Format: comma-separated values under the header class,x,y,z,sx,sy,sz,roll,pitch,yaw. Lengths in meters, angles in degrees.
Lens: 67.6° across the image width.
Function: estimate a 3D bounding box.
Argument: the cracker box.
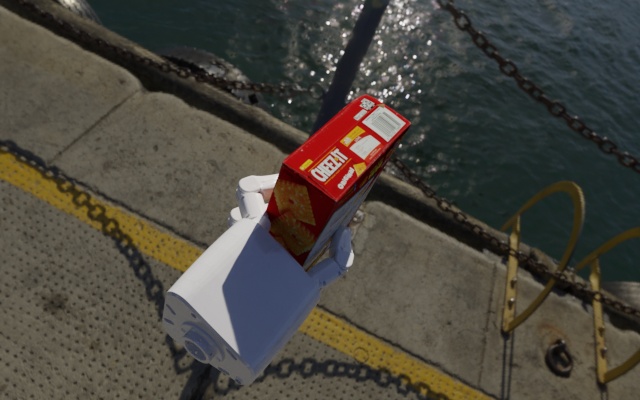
class,x,y,z,sx,sy,sz,roll,pitch,yaw
cracker box,0.000,0.002,0.553,0.164,0.072,0.214,-46,-11,-40
